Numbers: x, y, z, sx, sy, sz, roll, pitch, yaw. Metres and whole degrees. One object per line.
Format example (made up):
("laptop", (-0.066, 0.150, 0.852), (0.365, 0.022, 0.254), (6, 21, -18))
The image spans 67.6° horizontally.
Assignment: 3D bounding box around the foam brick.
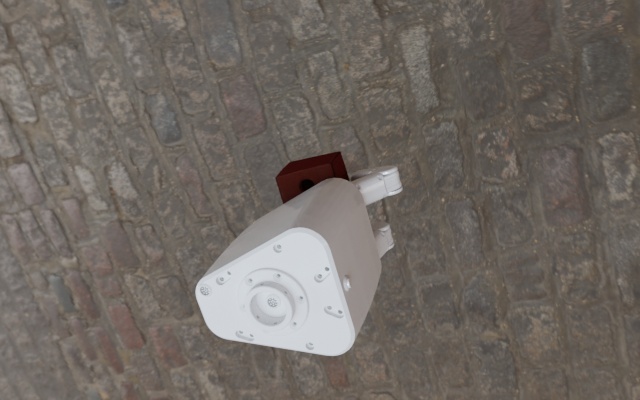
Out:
("foam brick", (0.000, 0.001, 0.433), (0.053, 0.078, 0.051), (-13, 14, 16))
